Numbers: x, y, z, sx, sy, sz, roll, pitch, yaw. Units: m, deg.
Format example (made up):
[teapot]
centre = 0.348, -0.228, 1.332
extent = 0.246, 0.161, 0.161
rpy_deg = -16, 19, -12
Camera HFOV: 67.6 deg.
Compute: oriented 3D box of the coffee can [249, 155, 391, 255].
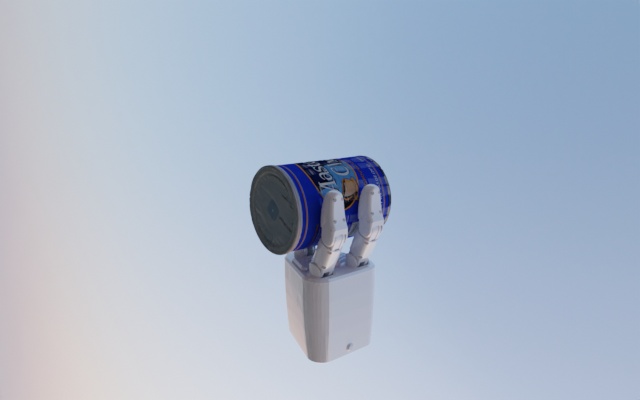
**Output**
[coffee can]
centre = 0.000, 0.002, 0.578
extent = 0.140, 0.103, 0.103
rpy_deg = -10, 6, -36
